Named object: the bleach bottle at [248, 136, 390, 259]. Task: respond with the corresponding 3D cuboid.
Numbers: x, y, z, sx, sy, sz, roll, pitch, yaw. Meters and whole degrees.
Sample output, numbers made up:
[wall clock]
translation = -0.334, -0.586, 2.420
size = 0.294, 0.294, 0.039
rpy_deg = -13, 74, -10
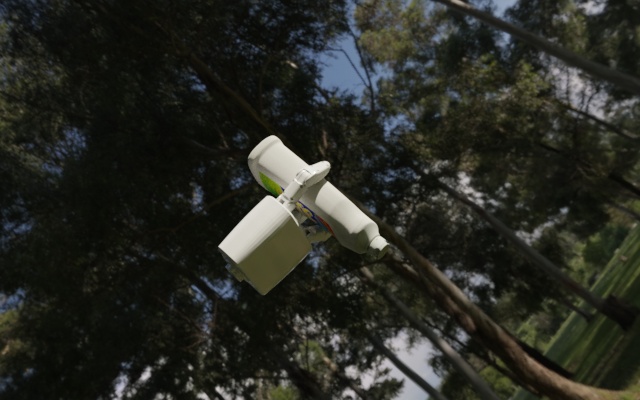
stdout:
[bleach bottle]
translation = 0.000, 0.002, 0.742
size = 0.250, 0.068, 0.103
rpy_deg = 37, -17, 25
